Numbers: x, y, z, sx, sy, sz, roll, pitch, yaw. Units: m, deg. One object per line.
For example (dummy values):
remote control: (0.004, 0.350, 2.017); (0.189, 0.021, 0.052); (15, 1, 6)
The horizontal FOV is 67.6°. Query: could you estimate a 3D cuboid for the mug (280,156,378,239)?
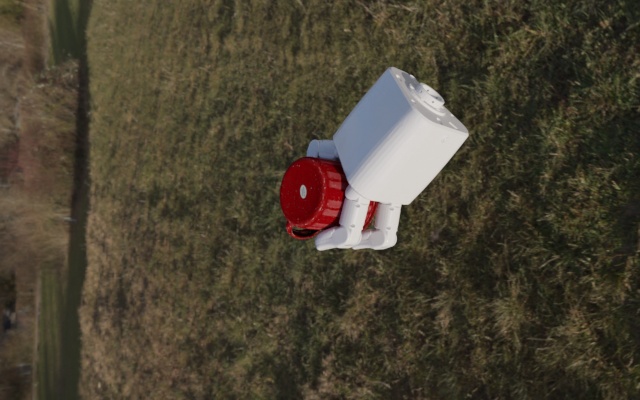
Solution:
mug: (-0.001, 0.003, 0.565); (0.081, 0.093, 0.117); (7, -48, -43)
